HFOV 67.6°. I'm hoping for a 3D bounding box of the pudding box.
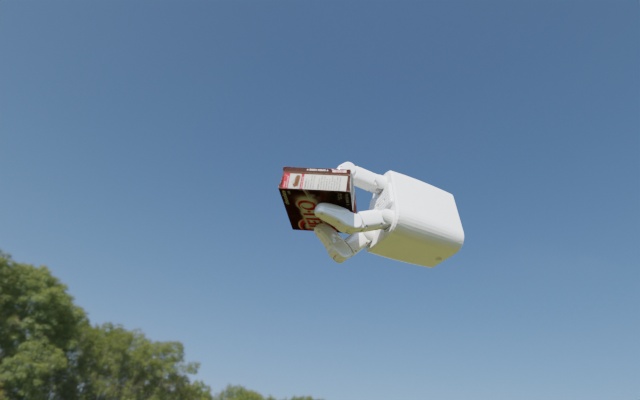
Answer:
[{"bbox_3d":[0.000,0.002,0.626,0.090,0.039,0.114,2,-33,9],"label":"pudding box"}]
